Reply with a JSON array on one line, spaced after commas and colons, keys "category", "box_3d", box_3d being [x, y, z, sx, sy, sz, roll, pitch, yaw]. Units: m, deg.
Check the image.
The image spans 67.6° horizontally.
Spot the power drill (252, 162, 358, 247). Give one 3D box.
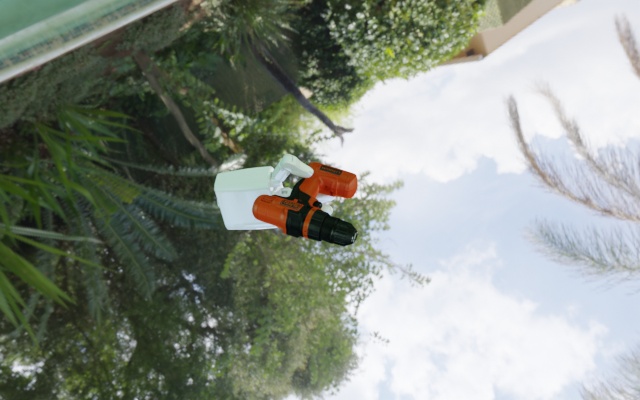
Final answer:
[{"category": "power drill", "box_3d": [0.000, 0.003, 0.837, 0.184, 0.057, 0.187, 18, 32, 17]}]
